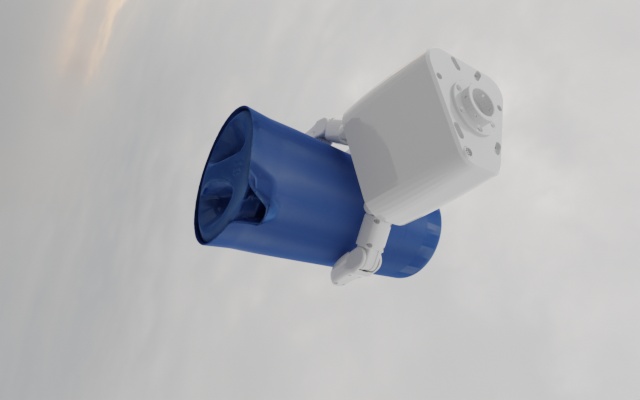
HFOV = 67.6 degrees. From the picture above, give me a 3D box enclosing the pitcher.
[{"bbox_3d":[0.000,0.002,0.501,0.243,0.149,0.145,18,-32,-29],"label":"pitcher"}]
